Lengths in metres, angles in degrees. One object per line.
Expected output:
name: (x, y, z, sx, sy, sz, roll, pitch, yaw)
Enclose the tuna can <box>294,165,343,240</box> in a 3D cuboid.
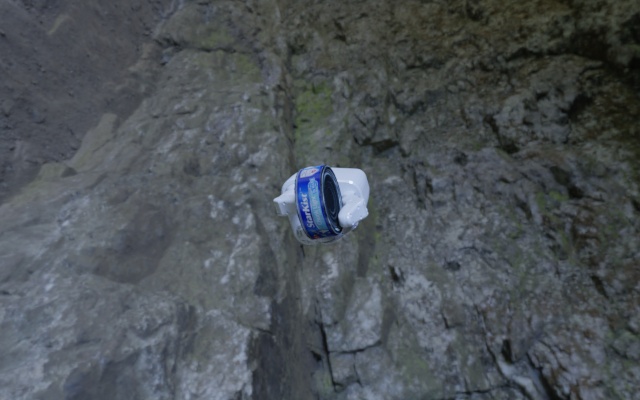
tuna can: (0.001, 0.002, 0.565, 0.034, 0.086, 0.086, -10, -3, 17)
